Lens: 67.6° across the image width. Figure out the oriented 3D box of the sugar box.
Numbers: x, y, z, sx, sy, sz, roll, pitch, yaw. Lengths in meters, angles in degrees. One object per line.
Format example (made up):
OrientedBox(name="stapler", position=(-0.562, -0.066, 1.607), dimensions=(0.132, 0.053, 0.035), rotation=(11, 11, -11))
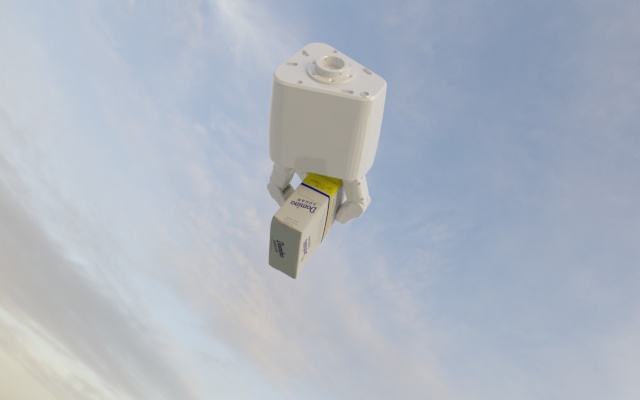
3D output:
OrientedBox(name="sugar box", position=(0.000, 0.002, 0.588), dimensions=(0.048, 0.093, 0.176), rotation=(28, 50, 16))
